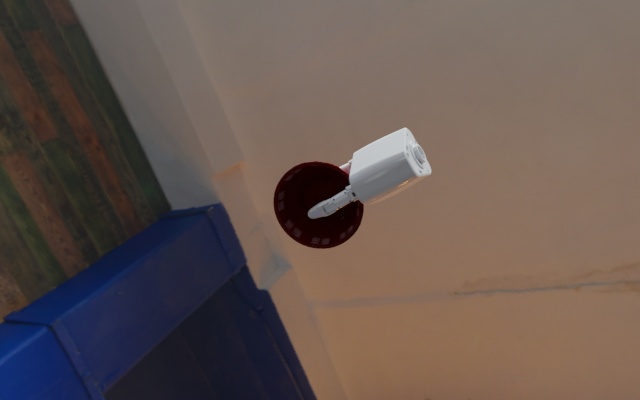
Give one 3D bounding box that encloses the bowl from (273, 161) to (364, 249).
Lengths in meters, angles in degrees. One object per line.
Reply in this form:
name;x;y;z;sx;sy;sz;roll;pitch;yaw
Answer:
bowl;-0.001;0.003;0.860;0.162;0.162;0.055;0;17;12
